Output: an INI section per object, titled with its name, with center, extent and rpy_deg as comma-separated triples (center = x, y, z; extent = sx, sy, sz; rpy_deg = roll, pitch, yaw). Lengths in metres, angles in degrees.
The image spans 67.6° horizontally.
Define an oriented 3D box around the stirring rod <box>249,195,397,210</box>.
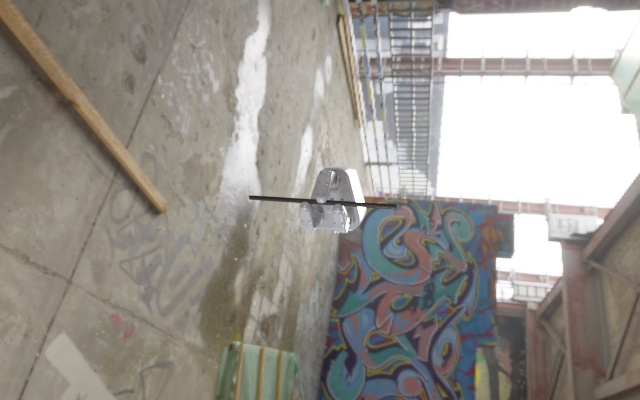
[stirring rod]
center = 0.000, 0.002, 0.760
extent = 0.239, 0.011, 0.011
rpy_deg = 4, 1, 14
